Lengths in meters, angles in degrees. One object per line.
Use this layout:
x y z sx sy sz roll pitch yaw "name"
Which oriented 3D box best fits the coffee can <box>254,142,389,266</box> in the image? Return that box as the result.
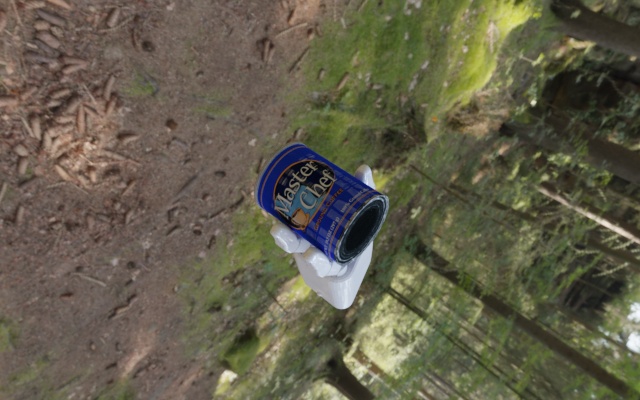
0.000 0.002 0.607 0.140 0.103 0.103 34 16 26 "coffee can"
